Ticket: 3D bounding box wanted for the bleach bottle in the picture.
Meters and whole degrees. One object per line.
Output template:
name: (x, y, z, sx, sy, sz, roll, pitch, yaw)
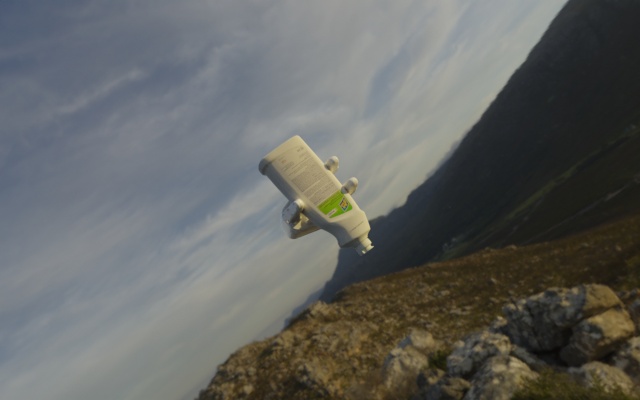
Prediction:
bleach bottle: (0.000, 0.003, 0.886, 0.102, 0.251, 0.068, -38, -8, -15)
